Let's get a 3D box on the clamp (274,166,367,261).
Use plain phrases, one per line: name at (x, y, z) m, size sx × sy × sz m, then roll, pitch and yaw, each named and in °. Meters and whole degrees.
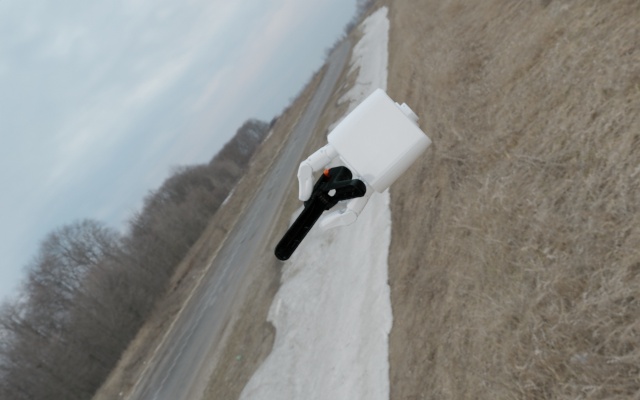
clamp at (0.000, 0.001, 0.726) m, size 0.164 × 0.036 × 0.210 m, roll -41°, pitch 12°, yaw 14°
